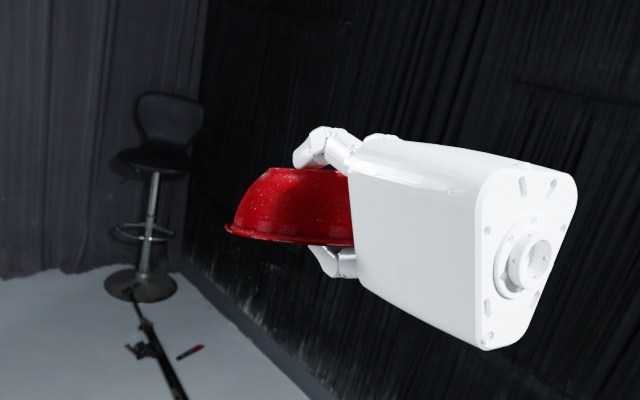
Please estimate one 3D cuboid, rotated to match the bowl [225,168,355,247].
[{"bbox_3d":[-0.001,0.001,0.416,0.162,0.055,0.162,3,3,0],"label":"bowl"}]
